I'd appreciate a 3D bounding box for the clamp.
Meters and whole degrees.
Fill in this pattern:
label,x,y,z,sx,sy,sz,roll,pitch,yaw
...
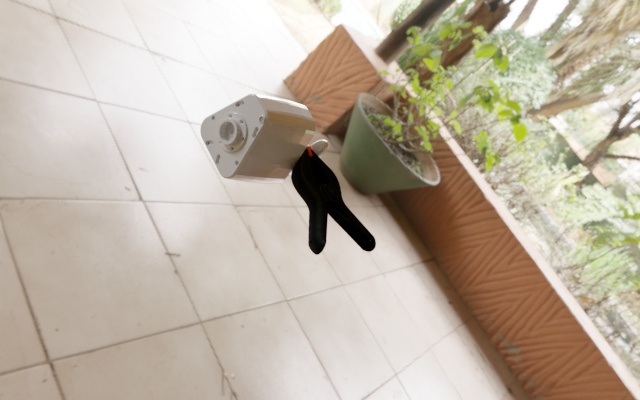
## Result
label,x,y,z,sx,sy,sz,roll,pitch,yaw
clamp,0.000,0.002,0.644,0.039,0.171,0.120,-42,-20,27
